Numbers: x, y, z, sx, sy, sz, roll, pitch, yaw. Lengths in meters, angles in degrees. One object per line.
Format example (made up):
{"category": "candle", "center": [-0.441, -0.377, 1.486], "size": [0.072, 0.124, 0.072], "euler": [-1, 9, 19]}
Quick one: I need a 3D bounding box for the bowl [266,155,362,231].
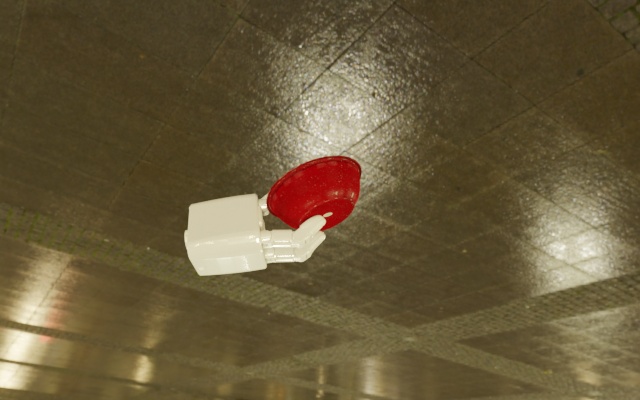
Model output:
{"category": "bowl", "center": [0.001, 0.002, 0.742], "size": [0.162, 0.055, 0.162], "euler": [-19, -29, -11]}
